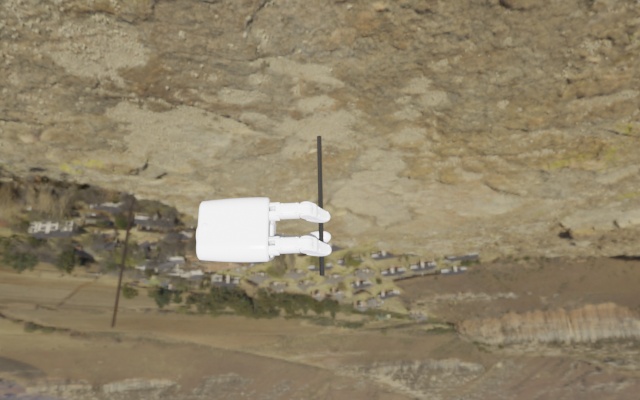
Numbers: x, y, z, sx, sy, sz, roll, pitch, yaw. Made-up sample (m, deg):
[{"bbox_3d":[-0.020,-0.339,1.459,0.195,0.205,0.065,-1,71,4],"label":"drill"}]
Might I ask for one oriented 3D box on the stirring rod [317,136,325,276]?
[{"bbox_3d":[0.000,0.002,0.774,0.011,0.239,0.011,-1,-22,0],"label":"stirring rod"}]
